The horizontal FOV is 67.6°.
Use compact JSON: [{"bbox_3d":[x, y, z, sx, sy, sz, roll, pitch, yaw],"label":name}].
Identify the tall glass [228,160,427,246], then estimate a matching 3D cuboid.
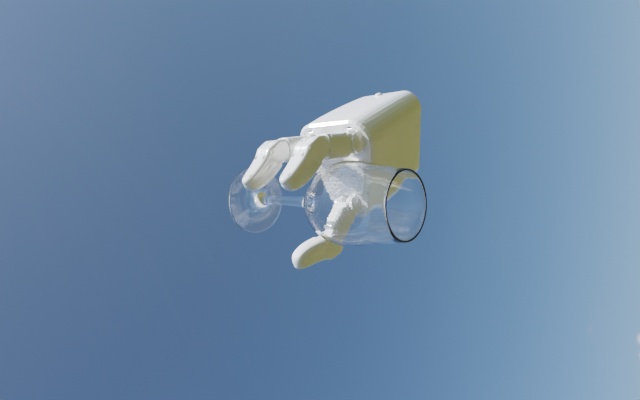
[{"bbox_3d":[0.000,0.002,0.462,0.201,0.079,0.079,2,2,44],"label":"tall glass"}]
